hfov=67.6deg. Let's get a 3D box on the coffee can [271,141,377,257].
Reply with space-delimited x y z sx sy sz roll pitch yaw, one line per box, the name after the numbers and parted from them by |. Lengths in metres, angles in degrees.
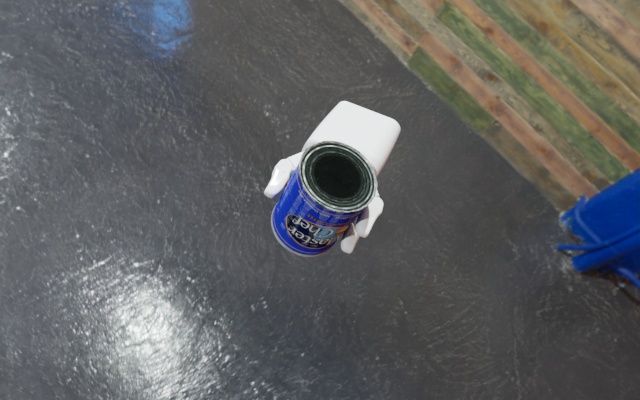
0.000 0.002 0.637 0.103 0.102 0.140 0 -28 -21 | coffee can
